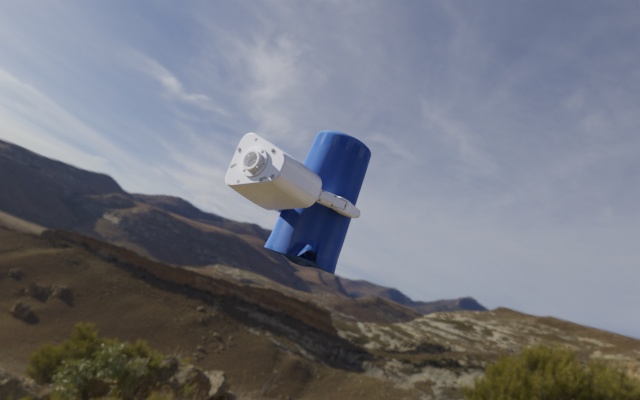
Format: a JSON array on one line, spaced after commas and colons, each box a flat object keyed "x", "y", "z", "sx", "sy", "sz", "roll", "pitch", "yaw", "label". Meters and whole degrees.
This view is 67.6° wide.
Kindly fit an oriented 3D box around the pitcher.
[{"x": 0.000, "y": 0.003, "z": 0.876, "sx": 0.149, "sy": 0.243, "sz": 0.145, "roll": 15, "pitch": -11, "yaw": 36, "label": "pitcher"}]
